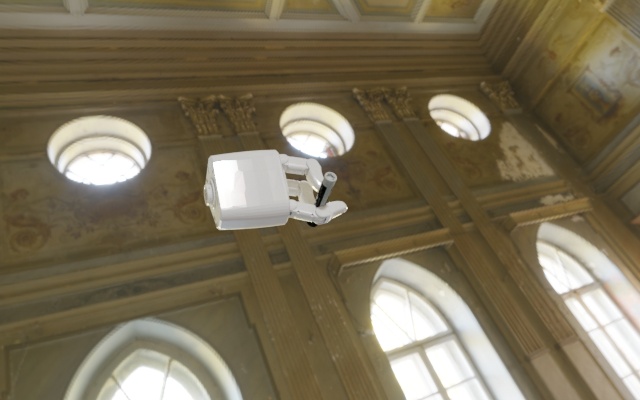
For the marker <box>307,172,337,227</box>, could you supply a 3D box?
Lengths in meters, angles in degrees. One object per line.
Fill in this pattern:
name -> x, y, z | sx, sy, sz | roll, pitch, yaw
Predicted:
marker -> 0.000, 0.002, 0.746 | 0.020, 0.020, 0.121 | 0, -39, -19
